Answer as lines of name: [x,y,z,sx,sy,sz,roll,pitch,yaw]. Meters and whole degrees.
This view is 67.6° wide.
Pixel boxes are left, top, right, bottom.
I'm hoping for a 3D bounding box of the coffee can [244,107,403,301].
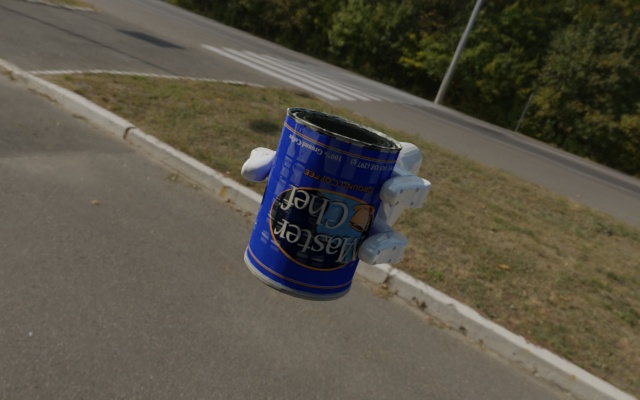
coffee can: [0.000,0.002,0.422,0.103,0.140,0.102,17,17,-5]
